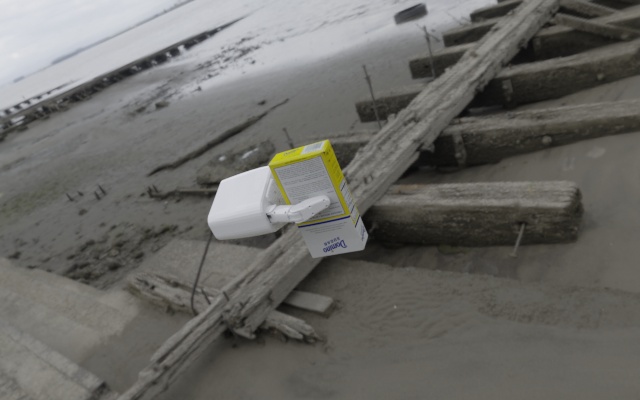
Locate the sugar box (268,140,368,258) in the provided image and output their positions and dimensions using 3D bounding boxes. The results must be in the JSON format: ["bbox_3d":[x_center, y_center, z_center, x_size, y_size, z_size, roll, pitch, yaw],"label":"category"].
[{"bbox_3d":[0.000,0.002,0.735,0.093,0.176,0.048,-12,29,24],"label":"sugar box"}]
